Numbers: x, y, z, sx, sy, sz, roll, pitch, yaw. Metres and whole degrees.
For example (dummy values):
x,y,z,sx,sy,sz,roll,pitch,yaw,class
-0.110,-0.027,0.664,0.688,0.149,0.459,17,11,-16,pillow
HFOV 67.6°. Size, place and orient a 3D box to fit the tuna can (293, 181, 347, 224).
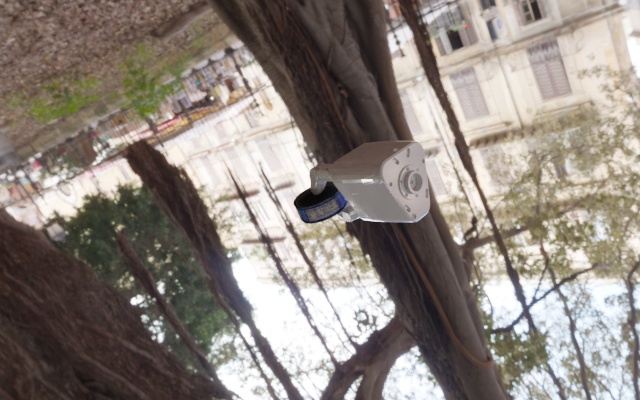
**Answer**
x,y,z,sx,sy,sz,roll,pitch,yaw,class
0.000,0.003,0.795,0.086,0.034,0.086,-20,22,9,tuna can
